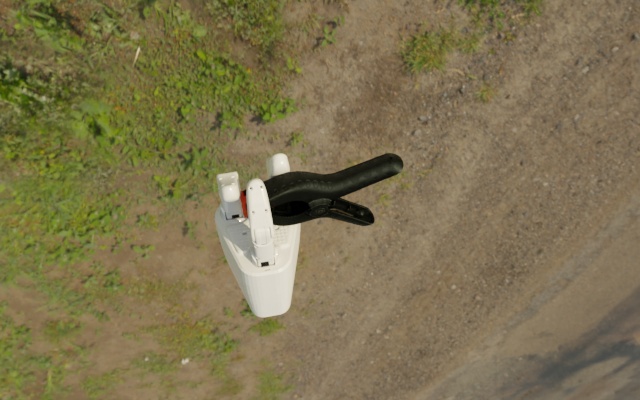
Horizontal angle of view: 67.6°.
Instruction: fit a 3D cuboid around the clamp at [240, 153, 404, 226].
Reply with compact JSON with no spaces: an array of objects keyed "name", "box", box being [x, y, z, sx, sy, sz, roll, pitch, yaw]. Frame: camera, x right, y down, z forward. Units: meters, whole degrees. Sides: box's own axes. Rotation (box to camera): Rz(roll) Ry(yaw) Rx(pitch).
[{"name":"clamp","box":[0.000,0.002,0.524,0.171,0.039,0.120,-8,-38,-8]}]
